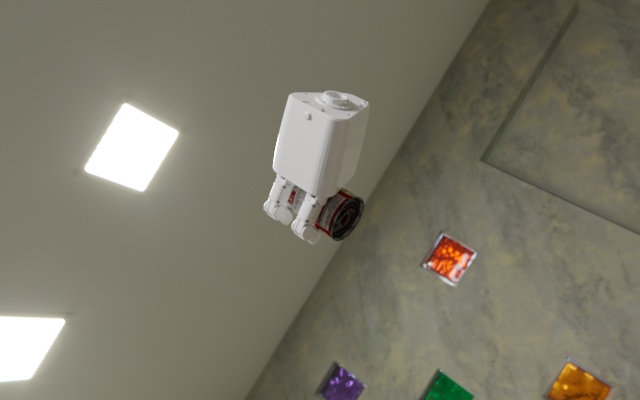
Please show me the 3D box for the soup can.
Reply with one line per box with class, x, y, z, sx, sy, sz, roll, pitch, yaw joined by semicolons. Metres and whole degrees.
soup can;0.000;0.002;0.666;0.102;0.068;0.068;32;17;29
